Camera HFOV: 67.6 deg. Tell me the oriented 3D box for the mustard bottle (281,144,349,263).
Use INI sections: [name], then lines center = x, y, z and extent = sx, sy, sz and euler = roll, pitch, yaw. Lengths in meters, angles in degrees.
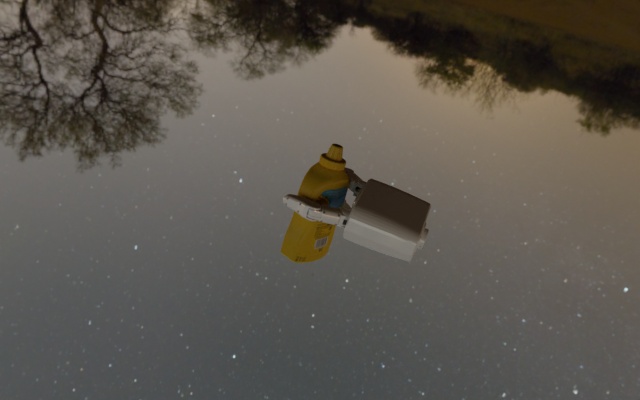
[mustard bottle]
center = 0.000, 0.003, 0.754
extent = 0.058, 0.192, 0.096
euler = 32, 26, 32
